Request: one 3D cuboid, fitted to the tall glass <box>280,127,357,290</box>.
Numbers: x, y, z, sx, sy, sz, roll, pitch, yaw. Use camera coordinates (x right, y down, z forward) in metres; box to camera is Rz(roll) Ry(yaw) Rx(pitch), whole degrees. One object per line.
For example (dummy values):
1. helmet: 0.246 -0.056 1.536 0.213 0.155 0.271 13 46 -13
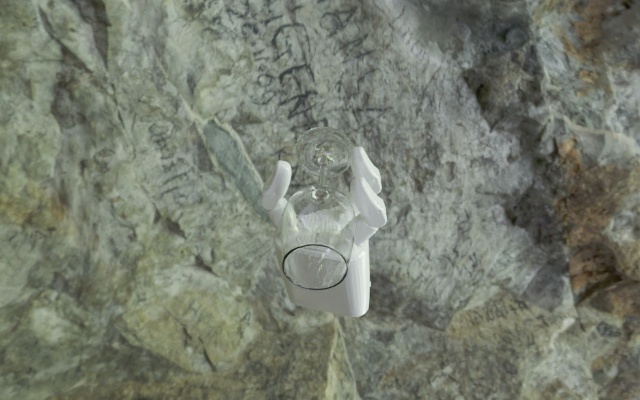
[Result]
1. tall glass: 0.000 0.001 0.520 0.079 0.079 0.201 0 38 4
